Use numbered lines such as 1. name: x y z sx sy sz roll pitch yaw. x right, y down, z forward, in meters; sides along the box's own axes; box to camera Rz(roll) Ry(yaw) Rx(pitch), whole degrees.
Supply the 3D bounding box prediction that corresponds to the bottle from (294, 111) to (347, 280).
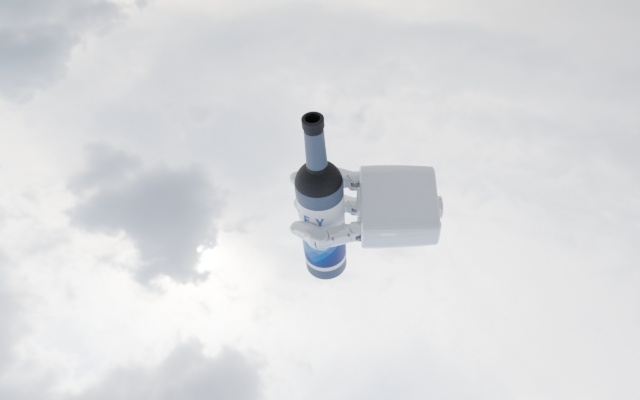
1. bottle: 0.000 0.002 0.669 0.069 0.069 0.296 0 -42 5
